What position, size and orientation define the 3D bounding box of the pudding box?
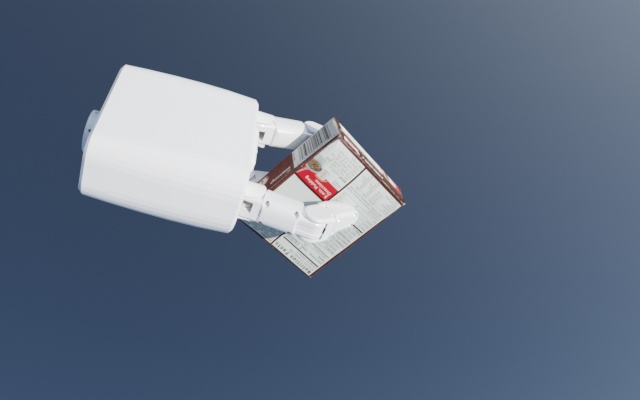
[{"bbox_3d":[0.000,0.001,0.406,0.113,0.090,0.039,-38,27,17],"label":"pudding box"}]
